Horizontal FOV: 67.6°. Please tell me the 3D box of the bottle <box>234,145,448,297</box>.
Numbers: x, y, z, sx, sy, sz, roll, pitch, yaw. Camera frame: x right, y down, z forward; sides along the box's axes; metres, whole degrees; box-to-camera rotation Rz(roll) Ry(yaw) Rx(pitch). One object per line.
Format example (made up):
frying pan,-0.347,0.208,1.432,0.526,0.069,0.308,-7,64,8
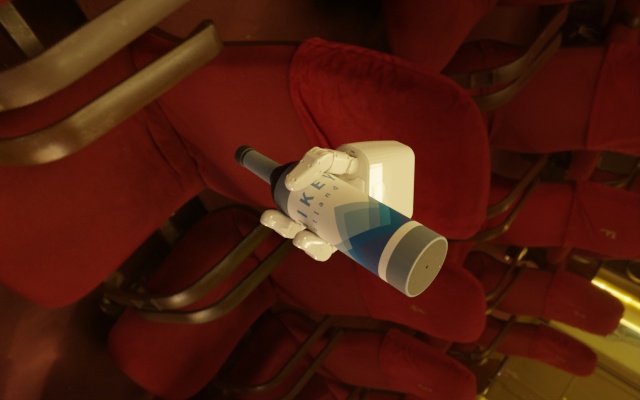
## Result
bottle,0.000,0.002,0.541,0.295,0.069,0.069,31,19,35
